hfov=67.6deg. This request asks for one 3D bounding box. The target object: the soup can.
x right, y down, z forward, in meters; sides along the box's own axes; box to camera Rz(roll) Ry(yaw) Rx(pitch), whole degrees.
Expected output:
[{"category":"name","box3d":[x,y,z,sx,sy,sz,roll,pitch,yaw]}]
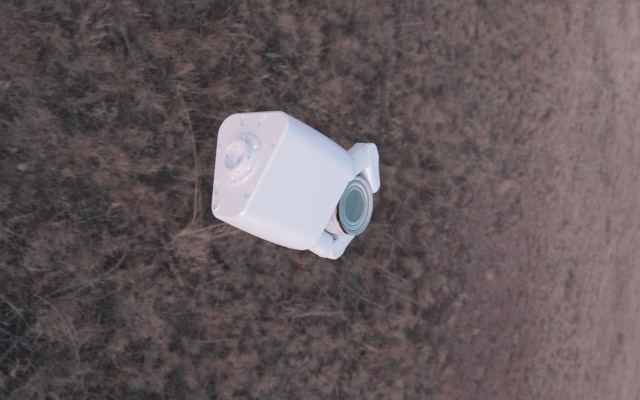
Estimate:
[{"category":"soup can","box3d":[0.001,0.002,0.548,0.102,0.068,0.068,5,3,38]}]
